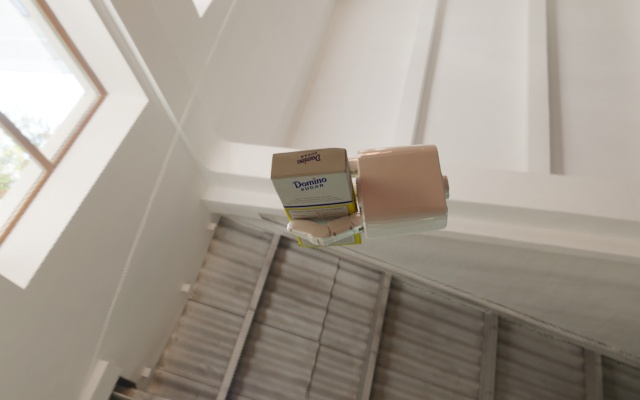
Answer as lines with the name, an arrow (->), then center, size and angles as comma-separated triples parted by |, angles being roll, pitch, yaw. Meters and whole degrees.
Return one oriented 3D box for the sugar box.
sugar box -> 0.000, 0.002, 0.632 | 0.093, 0.048, 0.176 | -4, -36, 8
